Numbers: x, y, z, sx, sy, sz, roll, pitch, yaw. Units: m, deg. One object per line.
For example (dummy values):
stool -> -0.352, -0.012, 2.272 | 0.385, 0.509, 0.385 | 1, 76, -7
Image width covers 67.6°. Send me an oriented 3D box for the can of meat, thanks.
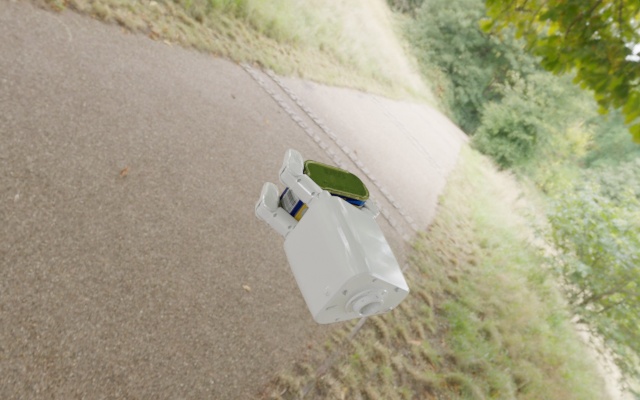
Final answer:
can of meat -> 0.000, 0.002, 0.610 | 0.102, 0.057, 0.084 | 13, -51, -35
